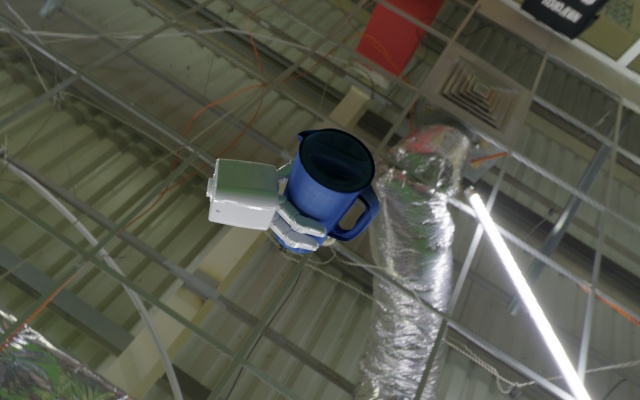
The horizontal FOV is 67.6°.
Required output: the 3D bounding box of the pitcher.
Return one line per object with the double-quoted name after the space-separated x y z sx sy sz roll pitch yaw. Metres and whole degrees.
0.000 0.003 0.859 0.145 0.149 0.243 8 -36 -16 "pitcher"
